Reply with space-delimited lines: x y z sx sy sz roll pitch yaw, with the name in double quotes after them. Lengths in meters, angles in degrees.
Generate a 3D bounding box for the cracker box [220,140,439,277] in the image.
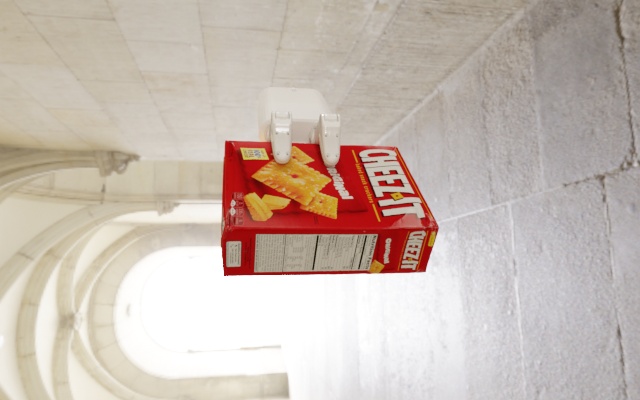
0.000 0.002 0.528 0.214 0.072 0.164 0 37 -10 "cracker box"
